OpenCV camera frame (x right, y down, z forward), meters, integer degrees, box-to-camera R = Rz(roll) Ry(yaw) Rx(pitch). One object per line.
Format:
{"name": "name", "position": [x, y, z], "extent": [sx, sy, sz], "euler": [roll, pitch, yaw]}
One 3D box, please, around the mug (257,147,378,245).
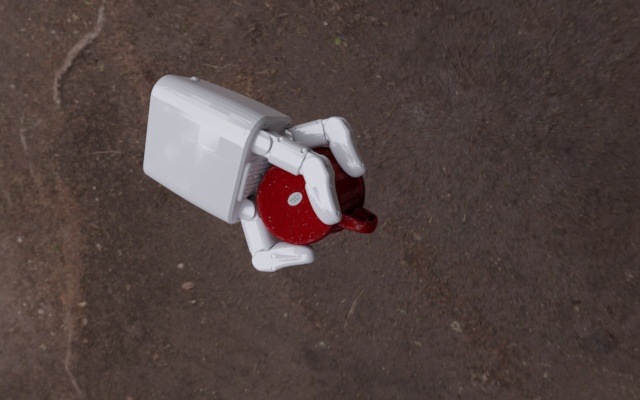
{"name": "mug", "position": [0.001, 0.002, 0.461], "extent": [0.117, 0.093, 0.081], "euler": [29, 16, 11]}
